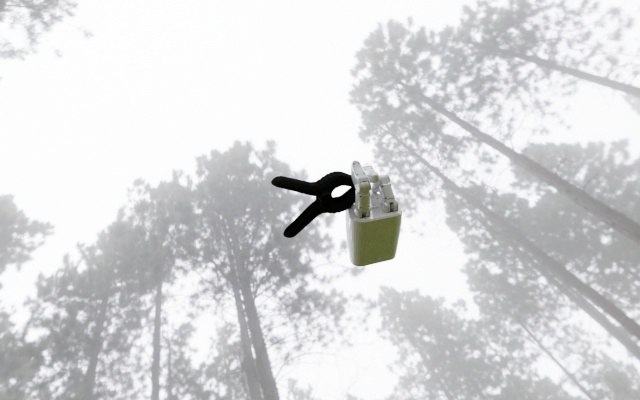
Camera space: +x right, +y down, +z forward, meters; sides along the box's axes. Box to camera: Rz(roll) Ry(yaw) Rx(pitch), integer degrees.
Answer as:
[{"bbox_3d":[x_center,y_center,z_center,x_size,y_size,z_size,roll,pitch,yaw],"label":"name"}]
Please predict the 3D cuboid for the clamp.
[{"bbox_3d":[0.000,0.002,0.839,0.171,0.120,0.039,-8,35,-13],"label":"clamp"}]
